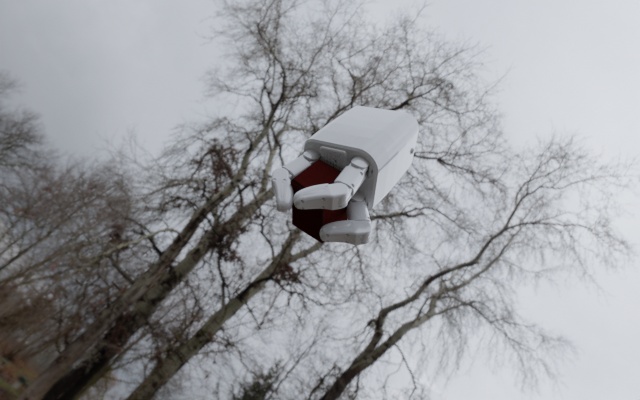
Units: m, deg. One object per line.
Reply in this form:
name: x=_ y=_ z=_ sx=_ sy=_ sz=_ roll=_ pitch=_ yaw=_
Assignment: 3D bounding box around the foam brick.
foam brick: x=0.000 y=0.002 z=0.580 sx=0.053 sy=0.078 sz=0.051 roll=32 pitch=53 yaw=26
